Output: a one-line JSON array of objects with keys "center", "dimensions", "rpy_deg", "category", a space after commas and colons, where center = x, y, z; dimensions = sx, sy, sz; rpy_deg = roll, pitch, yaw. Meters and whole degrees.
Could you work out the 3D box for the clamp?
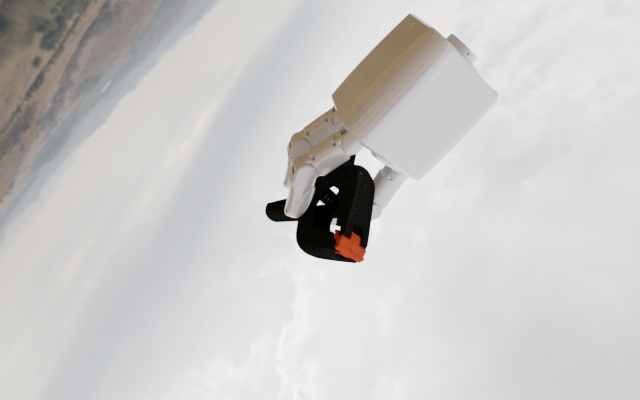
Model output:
[{"center": [0.001, 0.002, 0.470], "dimensions": [0.036, 0.164, 0.209], "rpy_deg": [32, 23, -23], "category": "clamp"}]
